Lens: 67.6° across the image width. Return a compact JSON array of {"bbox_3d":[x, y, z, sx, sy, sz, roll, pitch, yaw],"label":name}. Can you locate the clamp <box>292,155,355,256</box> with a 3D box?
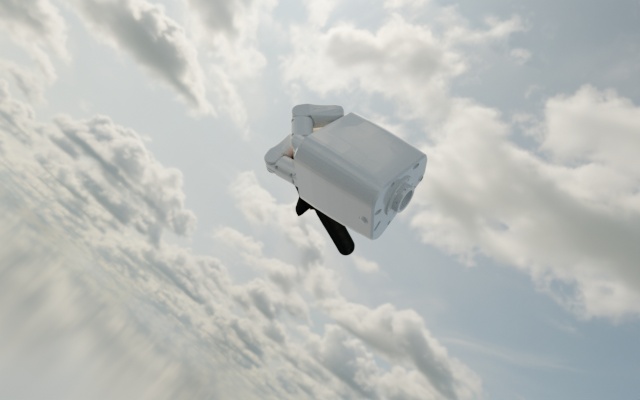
[{"bbox_3d":[0.000,0.002,0.638,0.120,0.039,0.172,37,-22,26],"label":"clamp"}]
